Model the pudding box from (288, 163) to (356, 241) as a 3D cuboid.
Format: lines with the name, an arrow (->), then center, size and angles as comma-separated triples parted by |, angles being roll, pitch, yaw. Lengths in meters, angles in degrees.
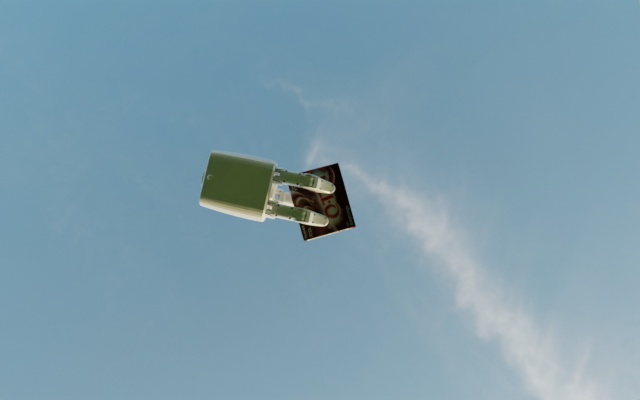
pudding box -> 0.000, 0.003, 0.793 | 0.090, 0.113, 0.039 | -15, -2, -4
